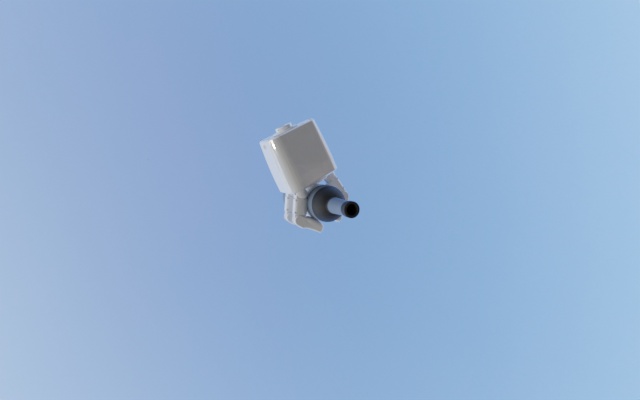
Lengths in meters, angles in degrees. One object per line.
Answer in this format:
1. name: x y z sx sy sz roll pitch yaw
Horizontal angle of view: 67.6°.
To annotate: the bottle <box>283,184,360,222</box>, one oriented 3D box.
1. bottle: 0.000 0.003 0.891 0.069 0.069 0.295 0 5 -20
